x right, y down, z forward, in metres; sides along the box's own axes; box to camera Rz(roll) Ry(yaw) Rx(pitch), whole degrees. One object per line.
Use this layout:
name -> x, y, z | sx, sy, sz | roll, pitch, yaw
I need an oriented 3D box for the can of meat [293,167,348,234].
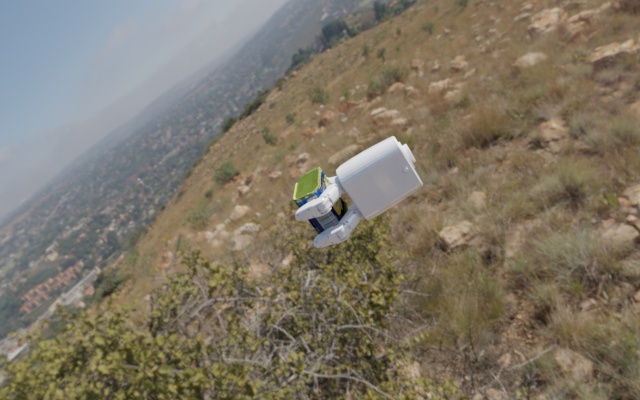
can of meat -> 0.000, 0.002, 0.792 | 0.057, 0.084, 0.102 | -30, 22, 14
